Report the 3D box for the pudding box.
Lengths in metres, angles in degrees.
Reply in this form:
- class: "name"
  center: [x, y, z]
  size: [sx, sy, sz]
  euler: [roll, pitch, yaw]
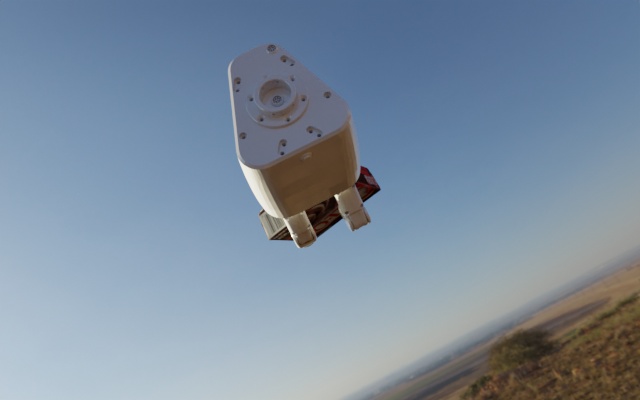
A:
- class: "pudding box"
  center: [0.000, 0.002, 0.532]
  size: [0.113, 0.039, 0.090]
  euler: [-36, -23, 23]
